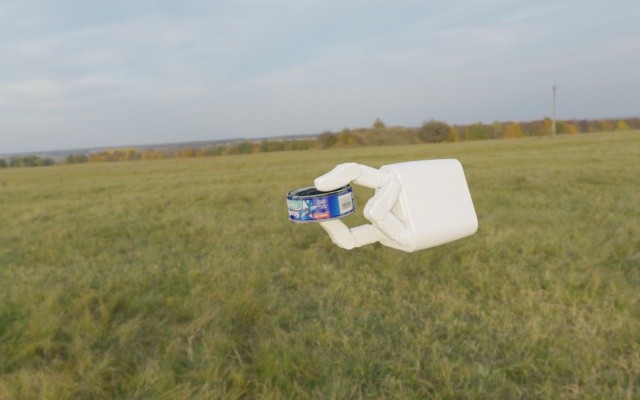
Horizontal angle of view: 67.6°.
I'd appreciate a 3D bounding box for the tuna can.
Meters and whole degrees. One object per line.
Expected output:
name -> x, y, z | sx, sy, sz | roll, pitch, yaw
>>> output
tuna can -> 0.000, 0.001, 0.609 | 0.086, 0.034, 0.086 | -8, 11, 2
